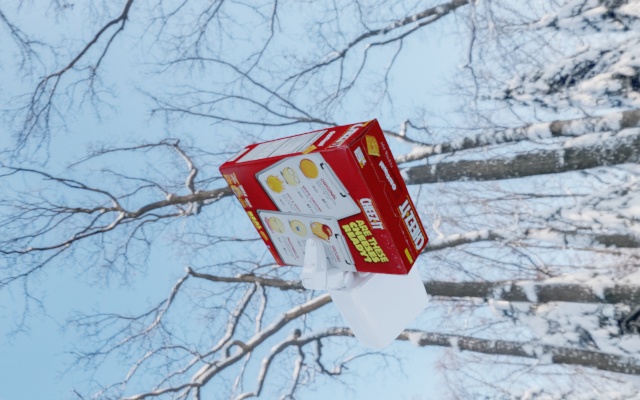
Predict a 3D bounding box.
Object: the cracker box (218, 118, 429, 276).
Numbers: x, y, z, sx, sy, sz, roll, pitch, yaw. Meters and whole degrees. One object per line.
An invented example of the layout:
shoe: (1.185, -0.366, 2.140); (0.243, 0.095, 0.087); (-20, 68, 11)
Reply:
cracker box: (0.000, 0.002, 0.571); (0.214, 0.164, 0.072); (-4, 33, 43)
